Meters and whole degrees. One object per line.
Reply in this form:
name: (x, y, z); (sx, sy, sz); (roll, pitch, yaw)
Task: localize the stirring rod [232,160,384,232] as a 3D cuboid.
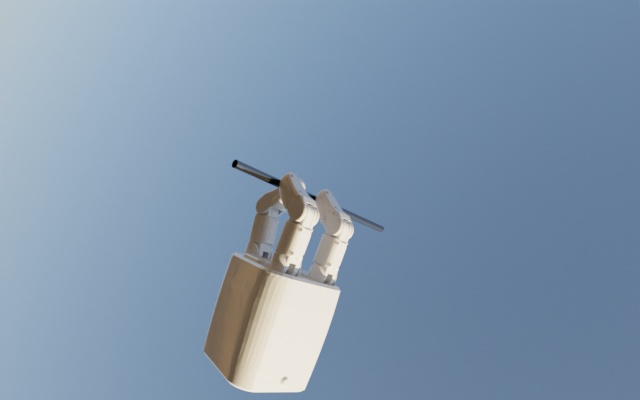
stirring rod: (0.000, 0.002, 0.509); (0.011, 0.011, 0.239); (0, -17, 41)
